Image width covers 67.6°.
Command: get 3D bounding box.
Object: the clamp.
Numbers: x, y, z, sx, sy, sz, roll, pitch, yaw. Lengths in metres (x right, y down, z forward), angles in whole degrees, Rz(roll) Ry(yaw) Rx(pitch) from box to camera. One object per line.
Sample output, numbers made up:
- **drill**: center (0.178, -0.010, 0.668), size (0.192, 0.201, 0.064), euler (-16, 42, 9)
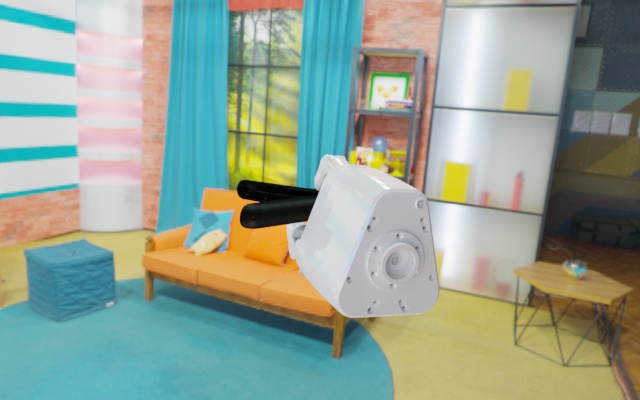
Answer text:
- **clamp**: center (0.001, 0.001, 0.558), size (0.210, 0.036, 0.164), euler (1, 13, -18)
